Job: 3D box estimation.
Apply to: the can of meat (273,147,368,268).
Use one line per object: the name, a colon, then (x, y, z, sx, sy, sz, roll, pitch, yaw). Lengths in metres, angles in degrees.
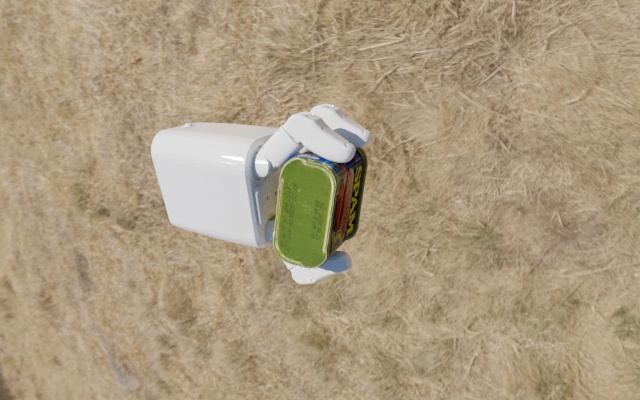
can of meat: (0.000, 0.002, 0.435, 0.057, 0.102, 0.084, 14, 21, 18)
